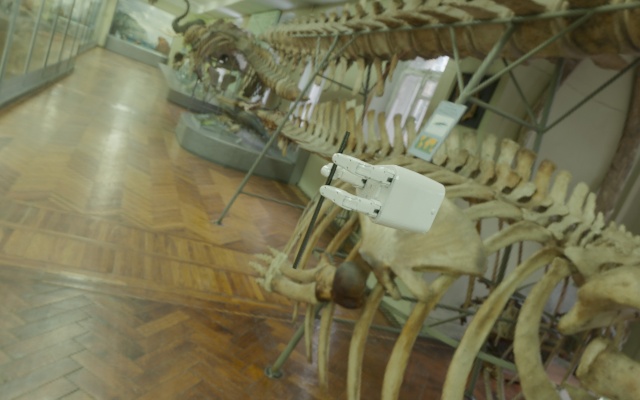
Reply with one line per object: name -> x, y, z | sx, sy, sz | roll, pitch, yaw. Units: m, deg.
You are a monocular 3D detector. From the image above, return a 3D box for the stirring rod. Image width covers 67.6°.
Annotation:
stirring rod -> 0.000, 0.003, 0.769 | 0.011, 0.239, 0.011 | 21, 11, -4
